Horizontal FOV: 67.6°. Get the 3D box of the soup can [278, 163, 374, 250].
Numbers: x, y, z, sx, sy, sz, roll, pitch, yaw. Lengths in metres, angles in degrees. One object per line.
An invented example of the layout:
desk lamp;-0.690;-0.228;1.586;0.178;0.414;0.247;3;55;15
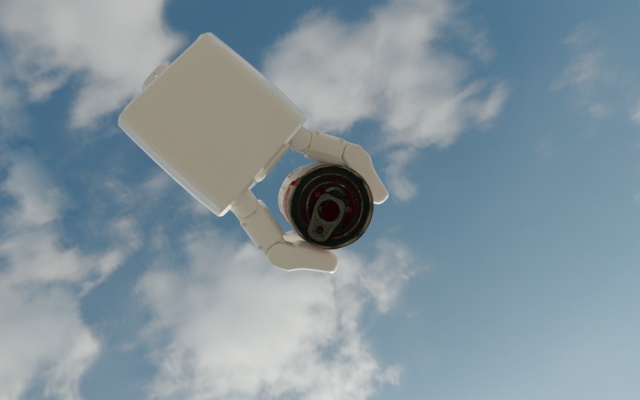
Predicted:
soup can;0.000;0.002;0.422;0.068;0.068;0.102;0;4;-10
